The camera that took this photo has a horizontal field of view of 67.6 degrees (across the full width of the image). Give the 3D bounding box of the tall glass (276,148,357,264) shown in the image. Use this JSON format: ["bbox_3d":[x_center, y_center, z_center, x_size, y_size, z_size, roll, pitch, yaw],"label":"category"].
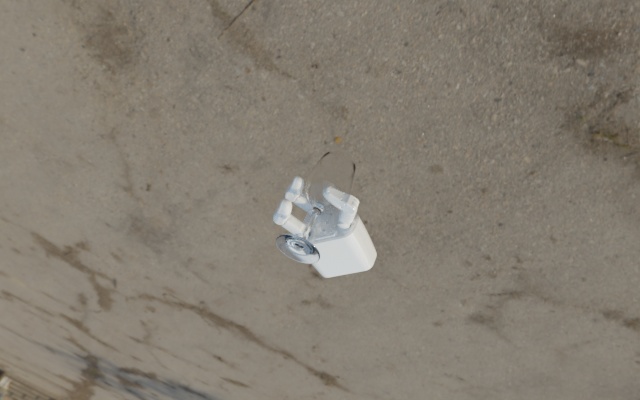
[{"bbox_3d":[0.000,0.003,0.795,0.079,0.201,0.079,17,-35,12],"label":"tall glass"}]
